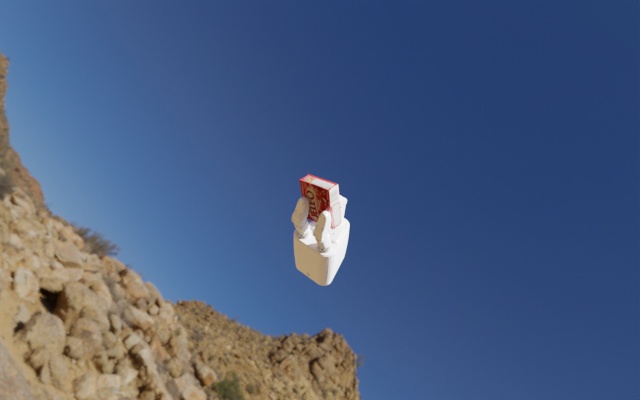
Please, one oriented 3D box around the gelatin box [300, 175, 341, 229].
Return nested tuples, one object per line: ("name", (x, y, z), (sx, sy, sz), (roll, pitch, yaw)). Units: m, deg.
("gelatin box", (0.000, 0.002, 0.897), (0.073, 0.089, 0.030), (21, 41, 36))
